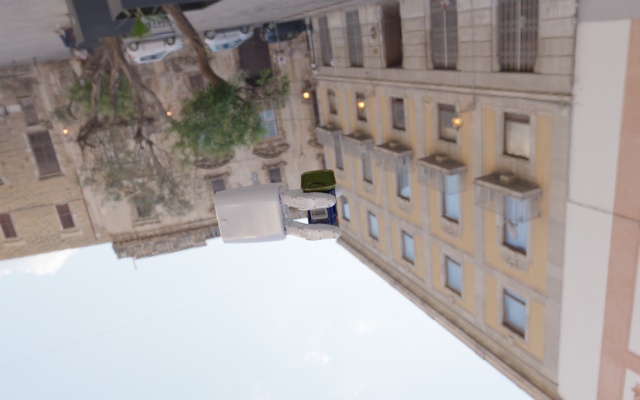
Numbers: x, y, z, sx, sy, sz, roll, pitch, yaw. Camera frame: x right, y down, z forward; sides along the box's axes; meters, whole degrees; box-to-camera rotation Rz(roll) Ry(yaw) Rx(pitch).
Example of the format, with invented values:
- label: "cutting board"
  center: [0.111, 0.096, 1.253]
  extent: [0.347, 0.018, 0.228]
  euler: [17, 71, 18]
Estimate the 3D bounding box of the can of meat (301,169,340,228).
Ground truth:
- label: "can of meat"
  center: [0.000, 0.003, 0.799]
  extent: [0.057, 0.084, 0.102]
  euler: [-7, 19, 0]
